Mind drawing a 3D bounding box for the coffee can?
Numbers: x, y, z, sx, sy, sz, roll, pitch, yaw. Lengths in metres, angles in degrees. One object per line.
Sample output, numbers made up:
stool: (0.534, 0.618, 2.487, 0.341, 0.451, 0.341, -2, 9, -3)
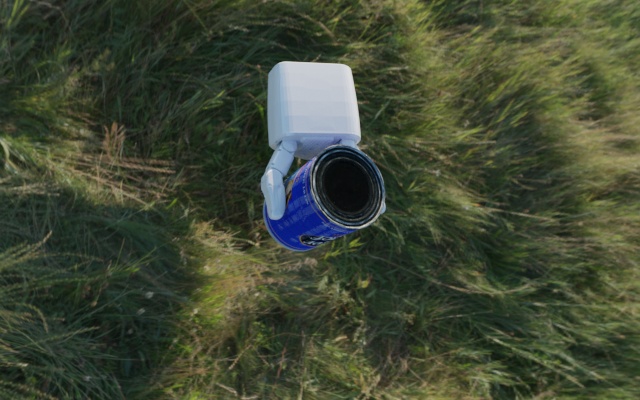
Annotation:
coffee can: (0.000, 0.002, 0.607, 0.103, 0.102, 0.140, 0, -15, -29)
